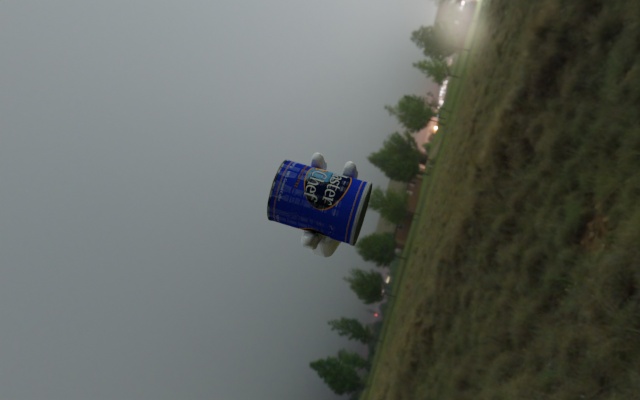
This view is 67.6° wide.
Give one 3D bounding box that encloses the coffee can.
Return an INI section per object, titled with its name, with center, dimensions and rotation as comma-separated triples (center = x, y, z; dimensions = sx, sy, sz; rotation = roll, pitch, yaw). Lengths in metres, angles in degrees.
[coffee can]
center = 0.000, 0.002, 0.749
dimensions = 0.140, 0.103, 0.103
rotation = 16, 3, 9
